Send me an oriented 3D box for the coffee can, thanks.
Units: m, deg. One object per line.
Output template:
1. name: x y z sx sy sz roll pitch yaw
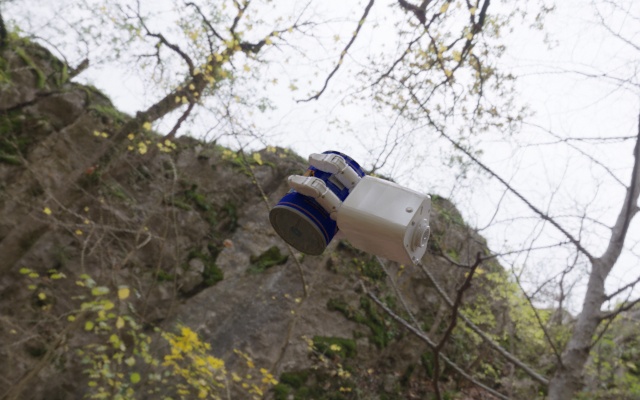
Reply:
1. coffee can: 0.000 0.003 0.760 0.103 0.103 0.140 0 42 47
